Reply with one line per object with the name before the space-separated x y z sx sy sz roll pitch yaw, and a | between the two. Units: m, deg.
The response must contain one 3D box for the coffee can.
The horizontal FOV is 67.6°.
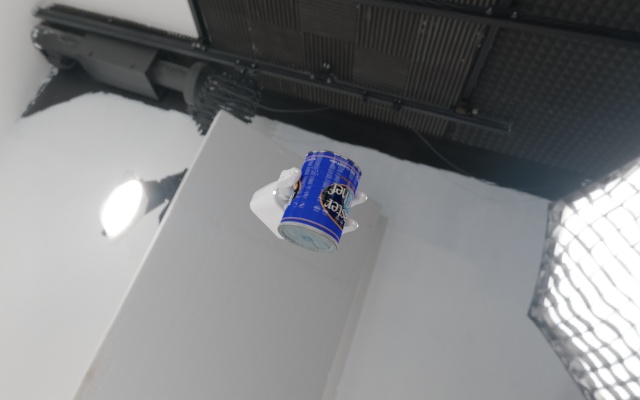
coffee can | 0.000 0.003 0.791 0.103 0.140 0.103 17 -23 7
